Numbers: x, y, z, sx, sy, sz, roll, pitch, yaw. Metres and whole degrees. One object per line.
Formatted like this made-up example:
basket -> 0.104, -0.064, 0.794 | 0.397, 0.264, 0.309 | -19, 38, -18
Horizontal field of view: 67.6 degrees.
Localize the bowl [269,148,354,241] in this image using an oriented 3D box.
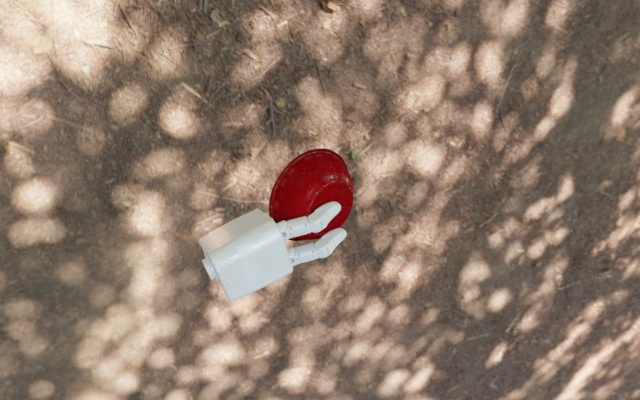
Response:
bowl -> 0.001, 0.002, 0.753 | 0.162, 0.162, 0.055 | 0, 23, -42
